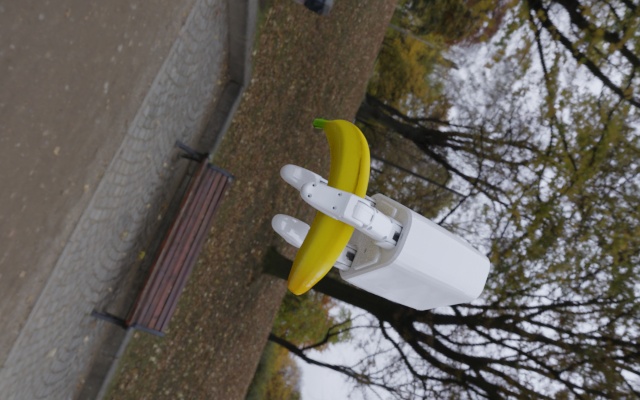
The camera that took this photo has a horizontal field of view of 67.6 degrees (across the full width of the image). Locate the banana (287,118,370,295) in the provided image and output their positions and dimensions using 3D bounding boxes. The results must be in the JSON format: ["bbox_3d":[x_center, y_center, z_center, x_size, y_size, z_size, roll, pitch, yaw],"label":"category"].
[{"bbox_3d":[0.013,-0.007,0.452,0.037,0.197,0.070,32,-38,-32],"label":"banana"}]
